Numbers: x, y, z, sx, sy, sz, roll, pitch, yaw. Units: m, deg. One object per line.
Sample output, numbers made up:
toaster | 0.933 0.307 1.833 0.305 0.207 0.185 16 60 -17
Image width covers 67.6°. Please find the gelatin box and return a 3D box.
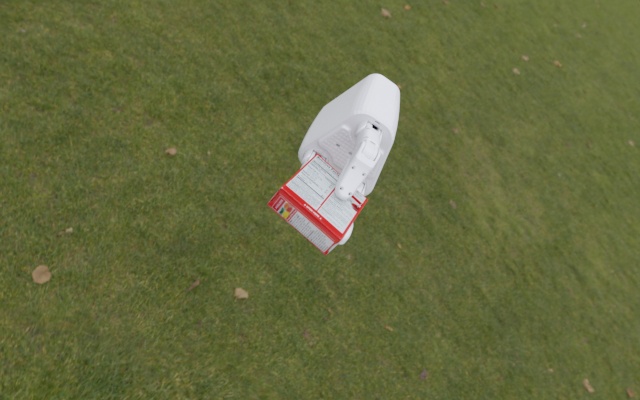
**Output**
gelatin box | 0.000 0.001 0.469 0.030 0.073 0.089 -48 1 34
